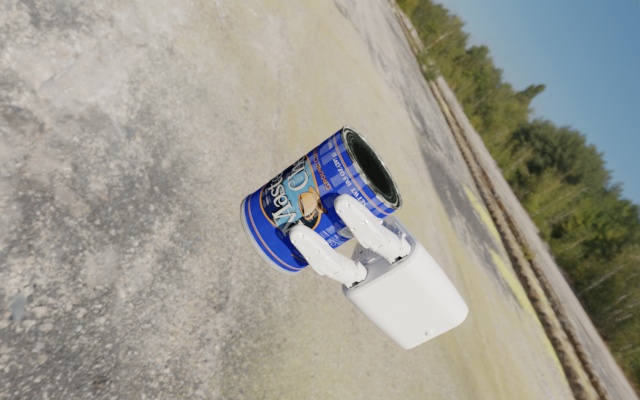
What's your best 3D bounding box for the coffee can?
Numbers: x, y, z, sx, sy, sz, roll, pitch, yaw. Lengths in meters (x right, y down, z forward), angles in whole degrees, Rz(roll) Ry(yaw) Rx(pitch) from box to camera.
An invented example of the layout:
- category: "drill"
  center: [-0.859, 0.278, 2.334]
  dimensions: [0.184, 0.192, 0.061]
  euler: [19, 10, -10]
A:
- category: "coffee can"
  center: [0.000, 0.002, 0.507]
  dimensions: [0.140, 0.102, 0.103]
  euler: [-34, -14, 21]
